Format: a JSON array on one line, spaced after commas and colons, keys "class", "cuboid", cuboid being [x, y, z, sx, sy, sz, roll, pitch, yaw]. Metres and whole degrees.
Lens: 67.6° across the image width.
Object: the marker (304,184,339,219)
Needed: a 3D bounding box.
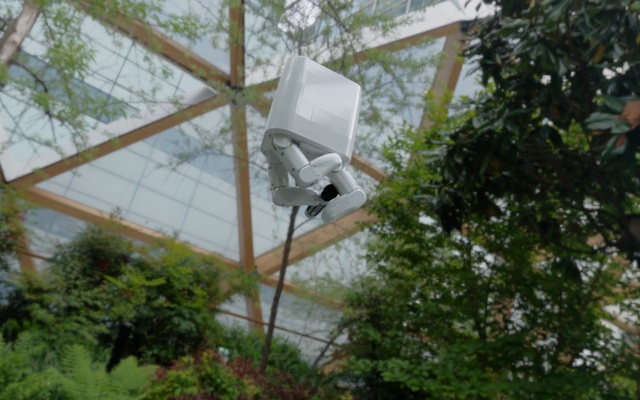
[{"class": "marker", "cuboid": [0.000, 0.002, 0.633, 0.020, 0.020, 0.121, 0, -15, -14]}]
